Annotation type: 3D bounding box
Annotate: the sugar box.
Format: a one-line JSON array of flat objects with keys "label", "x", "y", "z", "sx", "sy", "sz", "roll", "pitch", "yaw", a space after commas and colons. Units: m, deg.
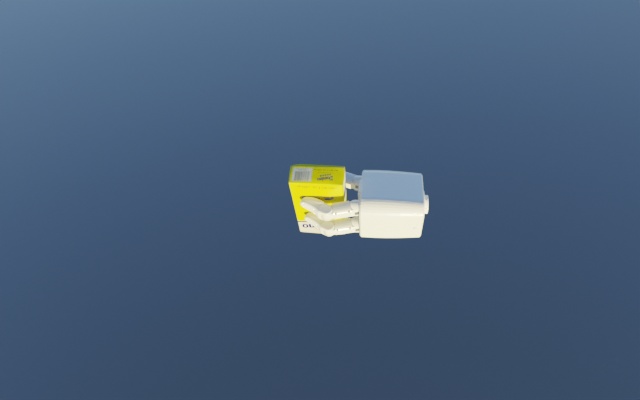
[{"label": "sugar box", "x": 0.000, "y": 0.003, "z": 0.861, "sx": 0.093, "sy": 0.048, "sz": 0.176, "roll": 3, "pitch": -33, "yaw": 8}]
